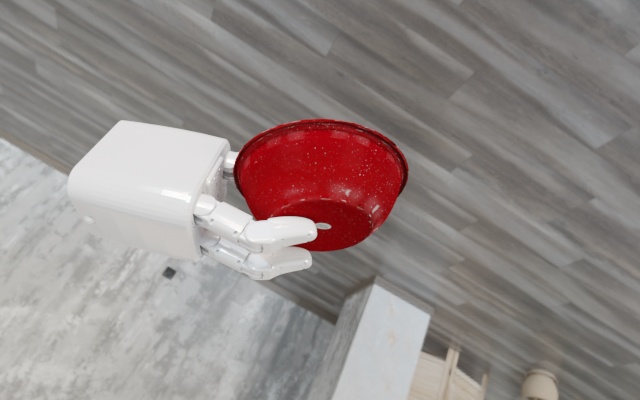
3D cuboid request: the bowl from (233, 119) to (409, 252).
[{"bbox_3d":[0.001,0.002,0.429,0.162,0.055,0.162,0,-34,0],"label":"bowl"}]
